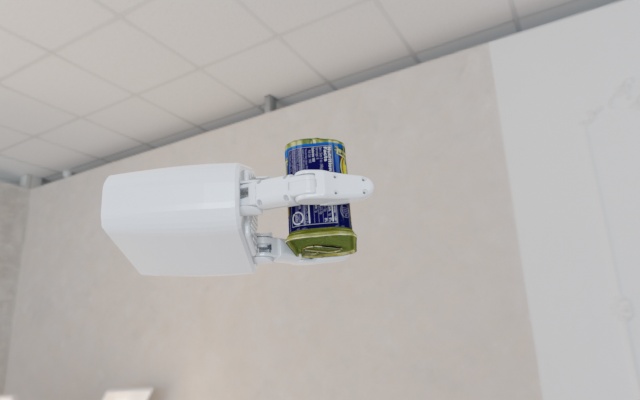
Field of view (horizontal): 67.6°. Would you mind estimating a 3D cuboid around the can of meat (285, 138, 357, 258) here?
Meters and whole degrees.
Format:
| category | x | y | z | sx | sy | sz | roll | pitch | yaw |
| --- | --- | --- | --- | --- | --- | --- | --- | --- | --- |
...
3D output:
| category | x | y | z | sx | sy | sz | roll | pitch | yaw |
| --- | --- | --- | --- | --- | --- | --- | --- | --- | --- |
| can of meat | 0.000 | 0.001 | 0.422 | 0.057 | 0.084 | 0.102 | -5 | -16 | 3 |
